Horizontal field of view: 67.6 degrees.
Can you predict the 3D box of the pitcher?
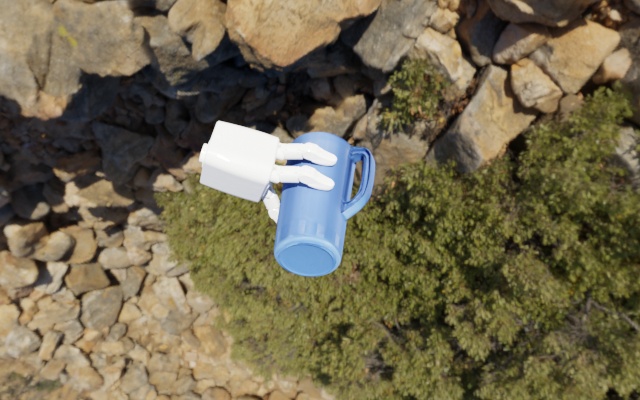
[{"bbox_3d":[0.000,0.003,0.825,0.145,0.242,0.149,19,-43,-13],"label":"pitcher"}]
